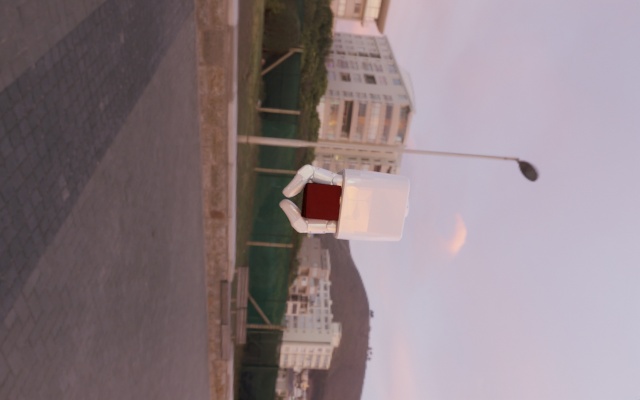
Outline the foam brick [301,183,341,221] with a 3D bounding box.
[{"bbox_3d":[0.000,0.002,0.721,0.051,0.053,0.078,6,-1,-5],"label":"foam brick"}]
